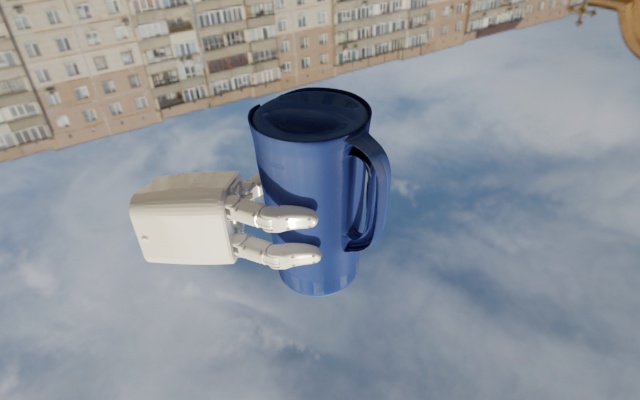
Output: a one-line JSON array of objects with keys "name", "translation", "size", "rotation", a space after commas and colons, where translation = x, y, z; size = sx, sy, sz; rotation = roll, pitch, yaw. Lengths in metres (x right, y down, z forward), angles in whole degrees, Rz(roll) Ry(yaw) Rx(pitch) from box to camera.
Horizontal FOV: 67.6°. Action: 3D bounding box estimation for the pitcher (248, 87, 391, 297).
[{"name": "pitcher", "translation": [0.000, 0.002, 0.570], "size": [0.145, 0.243, 0.149], "rotation": [-3, 36, 0]}]
